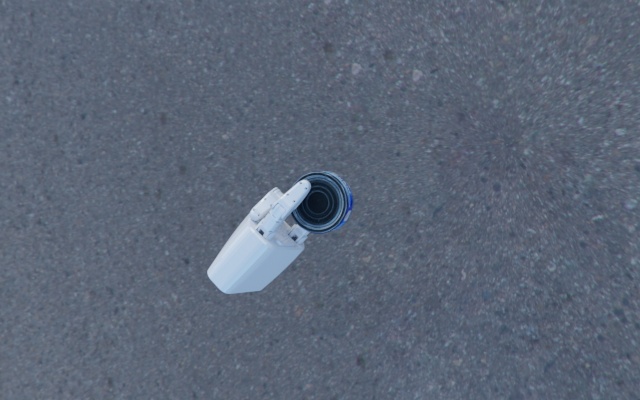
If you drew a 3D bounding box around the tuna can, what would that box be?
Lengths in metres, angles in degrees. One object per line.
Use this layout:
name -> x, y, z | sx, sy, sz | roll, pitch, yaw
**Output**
tuna can -> 0.000, 0.002, 0.652 | 0.086, 0.086, 0.034 | 0, 2, 17
